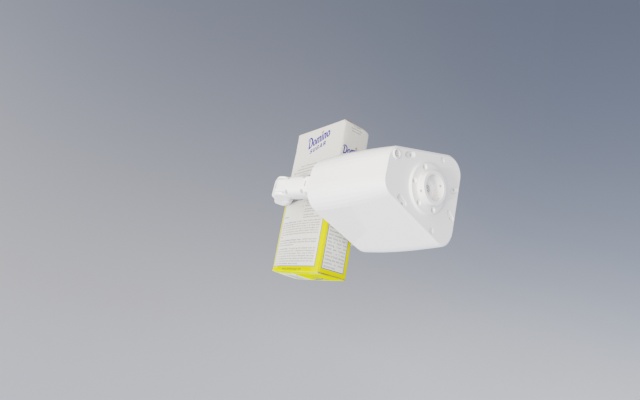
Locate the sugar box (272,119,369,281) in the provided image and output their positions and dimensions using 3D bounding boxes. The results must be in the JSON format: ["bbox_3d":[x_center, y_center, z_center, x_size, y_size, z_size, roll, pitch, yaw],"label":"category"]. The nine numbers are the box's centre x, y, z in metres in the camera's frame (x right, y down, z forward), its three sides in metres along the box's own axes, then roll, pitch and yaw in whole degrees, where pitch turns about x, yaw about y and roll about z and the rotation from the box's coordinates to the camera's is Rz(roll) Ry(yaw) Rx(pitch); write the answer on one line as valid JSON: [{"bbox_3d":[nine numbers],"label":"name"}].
[{"bbox_3d":[0.001,0.002,0.554,0.048,0.176,0.093,24,-20,-34],"label":"sugar box"}]
